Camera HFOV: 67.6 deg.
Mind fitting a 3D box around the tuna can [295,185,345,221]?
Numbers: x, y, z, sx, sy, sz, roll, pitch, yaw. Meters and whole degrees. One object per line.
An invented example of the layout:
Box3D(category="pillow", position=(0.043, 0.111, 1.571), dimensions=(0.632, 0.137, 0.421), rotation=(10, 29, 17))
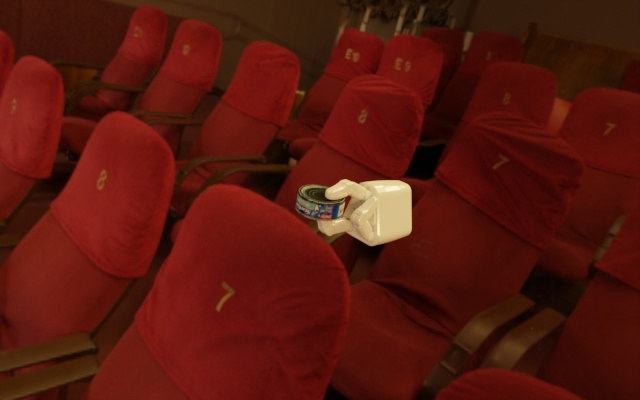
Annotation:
Box3D(category="tuna can", position=(0.000, 0.002, 0.841), dimensions=(0.086, 0.034, 0.086), rotation=(9, 23, -4))
